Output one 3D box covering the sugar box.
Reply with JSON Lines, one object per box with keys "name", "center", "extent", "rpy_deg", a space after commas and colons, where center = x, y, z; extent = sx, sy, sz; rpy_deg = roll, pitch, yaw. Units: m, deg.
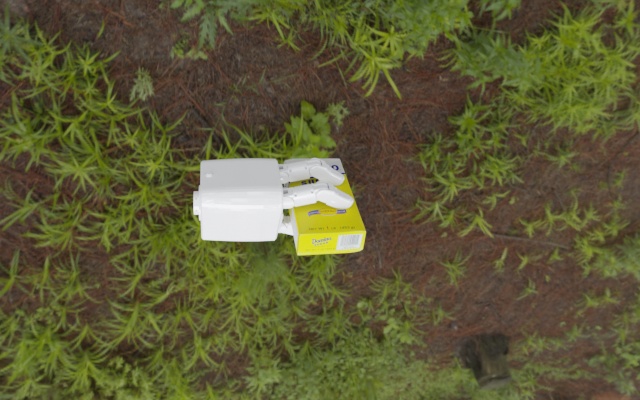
{"name": "sugar box", "center": [0.000, 0.002, 0.699], "extent": [0.093, 0.048, 0.176], "rpy_deg": [-2, 41, -12]}
